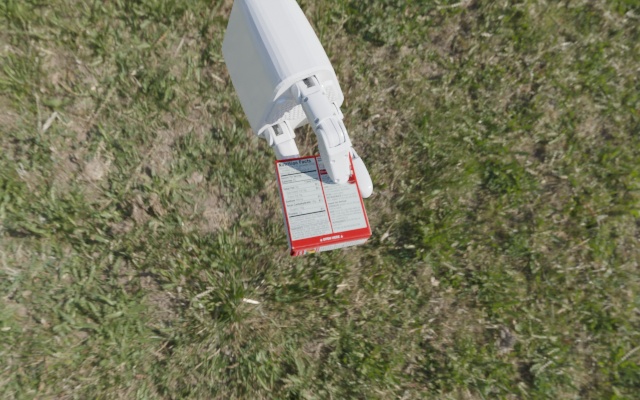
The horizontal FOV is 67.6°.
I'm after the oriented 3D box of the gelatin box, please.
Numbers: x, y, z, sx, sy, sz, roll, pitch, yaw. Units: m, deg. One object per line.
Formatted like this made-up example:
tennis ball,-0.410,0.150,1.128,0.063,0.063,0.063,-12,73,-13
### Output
gelatin box,0.000,0.002,0.444,0.073,0.089,0.030,-10,-20,-10
